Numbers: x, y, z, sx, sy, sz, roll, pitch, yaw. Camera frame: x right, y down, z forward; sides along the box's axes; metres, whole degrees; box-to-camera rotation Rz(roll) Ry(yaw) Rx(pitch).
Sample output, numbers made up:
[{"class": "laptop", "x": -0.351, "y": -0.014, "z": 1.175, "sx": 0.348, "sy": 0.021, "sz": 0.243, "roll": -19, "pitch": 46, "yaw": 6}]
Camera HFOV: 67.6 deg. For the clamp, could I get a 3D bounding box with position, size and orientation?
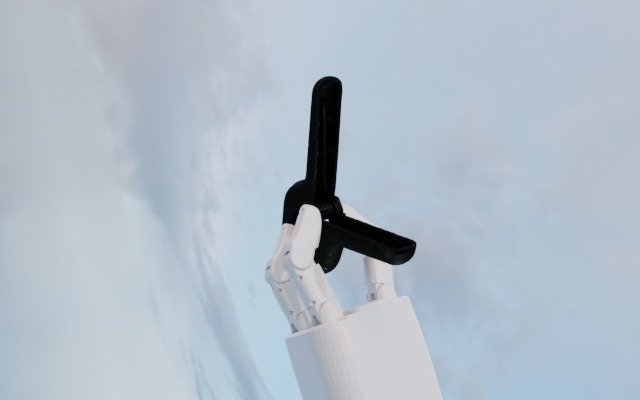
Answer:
[{"class": "clamp", "x": 0.001, "y": 0.002, "z": 0.442, "sx": 0.036, "sy": 0.164, "sz": 0.210, "roll": -11, "pitch": -16, "yaw": -27}]
